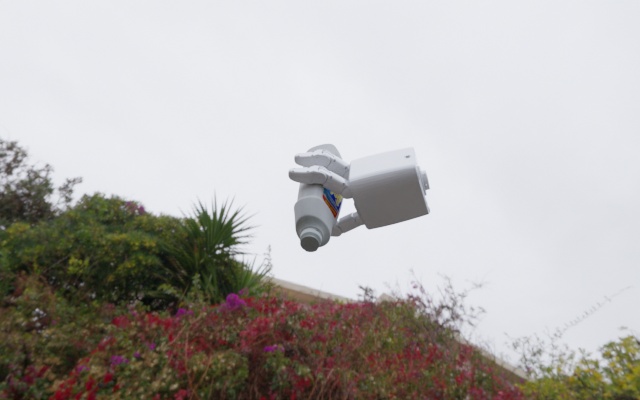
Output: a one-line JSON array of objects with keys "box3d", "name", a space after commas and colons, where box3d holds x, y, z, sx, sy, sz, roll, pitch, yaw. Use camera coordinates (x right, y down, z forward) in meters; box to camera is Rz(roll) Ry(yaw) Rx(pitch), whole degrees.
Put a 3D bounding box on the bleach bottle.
[{"box3d": [0.000, 0.002, 0.781, 0.068, 0.103, 0.250, -14, 29, 15], "name": "bleach bottle"}]
